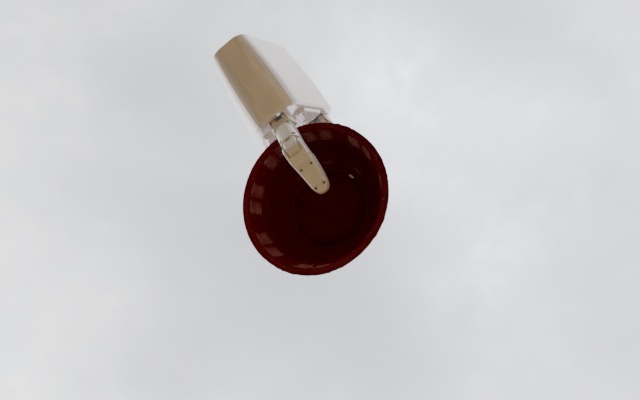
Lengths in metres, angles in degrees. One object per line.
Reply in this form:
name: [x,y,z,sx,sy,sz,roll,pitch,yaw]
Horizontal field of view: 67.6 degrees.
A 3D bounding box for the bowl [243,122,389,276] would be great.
bowl: [0.001,0.003,0.509,0.162,0.162,0.055,0,-14,22]
